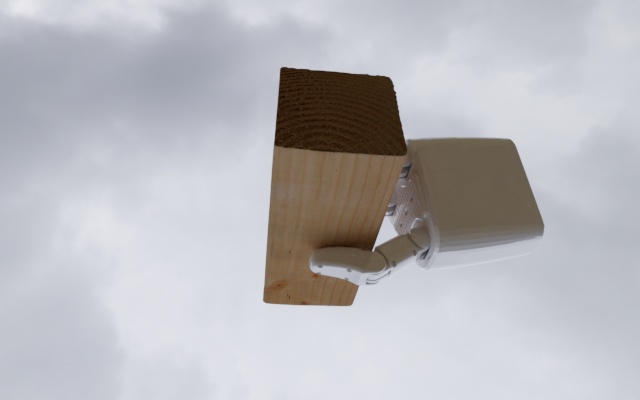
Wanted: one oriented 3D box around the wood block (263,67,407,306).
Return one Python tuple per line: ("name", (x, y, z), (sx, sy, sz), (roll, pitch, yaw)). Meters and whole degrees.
("wood block", (0.000, 0.002, 0.412), (0.090, 0.090, 0.206), (4, -41, -6))
